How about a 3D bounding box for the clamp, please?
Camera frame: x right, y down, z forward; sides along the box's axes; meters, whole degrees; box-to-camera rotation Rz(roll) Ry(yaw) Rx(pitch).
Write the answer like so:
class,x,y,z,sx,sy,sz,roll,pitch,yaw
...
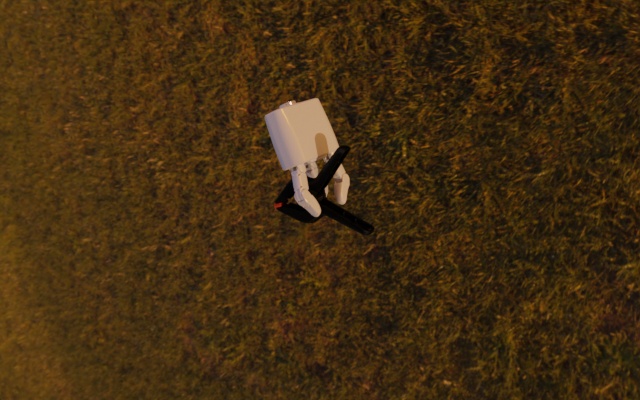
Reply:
class,x,y,z,sx,sy,sz,roll,pitch,yaw
clamp,-0.001,0.003,0.890,0.210,0.164,0.036,-18,7,40
